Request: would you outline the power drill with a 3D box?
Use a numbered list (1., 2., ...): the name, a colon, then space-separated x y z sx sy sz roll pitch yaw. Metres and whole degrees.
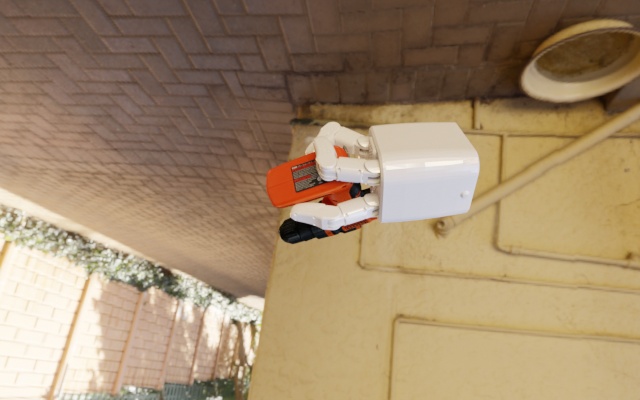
1. power drill: 0.000 0.002 0.643 0.184 0.057 0.188 -21 -22 13
